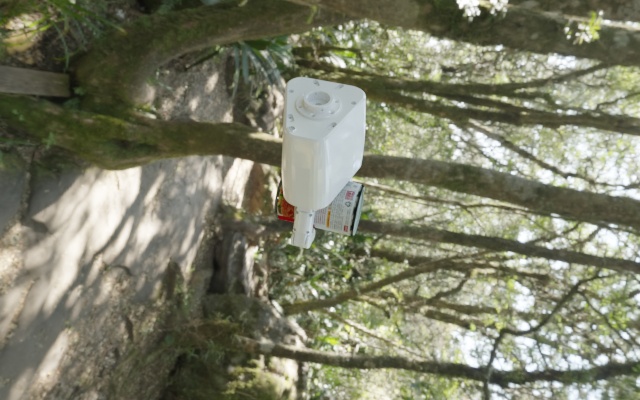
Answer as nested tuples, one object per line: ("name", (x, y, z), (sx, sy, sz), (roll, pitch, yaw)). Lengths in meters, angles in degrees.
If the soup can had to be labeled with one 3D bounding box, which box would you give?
("soup can", (0.000, 0.002, 0.610), (0.102, 0.068, 0.068), (13, 2, 9))
